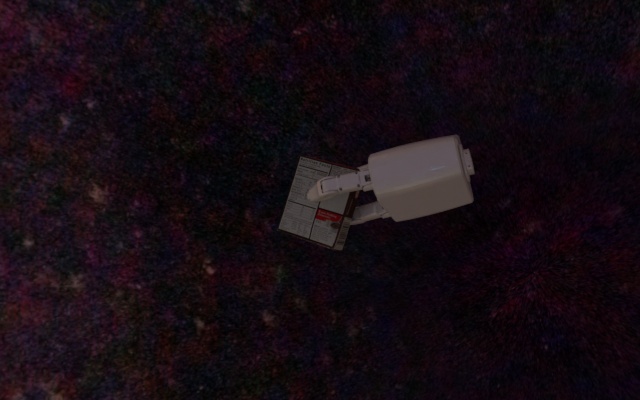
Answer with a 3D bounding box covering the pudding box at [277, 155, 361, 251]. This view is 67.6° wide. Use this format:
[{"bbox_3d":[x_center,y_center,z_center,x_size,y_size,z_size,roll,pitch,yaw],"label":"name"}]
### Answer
[{"bbox_3d":[0.000,0.002,0.652,0.090,0.113,0.039,17,-2,22],"label":"pudding box"}]
